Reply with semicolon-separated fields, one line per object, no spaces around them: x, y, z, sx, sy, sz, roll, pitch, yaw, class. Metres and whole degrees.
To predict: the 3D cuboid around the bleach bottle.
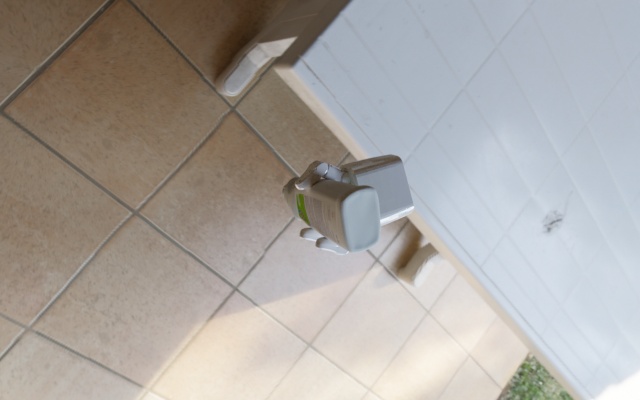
0.000;0.003;0.793;0.068;0.103;0.250;-18;22;-25;bleach bottle
